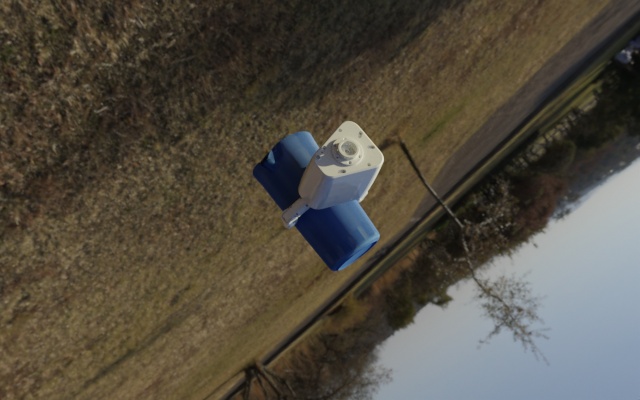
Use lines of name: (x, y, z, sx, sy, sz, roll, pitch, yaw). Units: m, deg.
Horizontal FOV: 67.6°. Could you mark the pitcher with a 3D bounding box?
pitcher: (0.000, 0.003, 0.879, 0.149, 0.242, 0.145, -31, -15, -24)
